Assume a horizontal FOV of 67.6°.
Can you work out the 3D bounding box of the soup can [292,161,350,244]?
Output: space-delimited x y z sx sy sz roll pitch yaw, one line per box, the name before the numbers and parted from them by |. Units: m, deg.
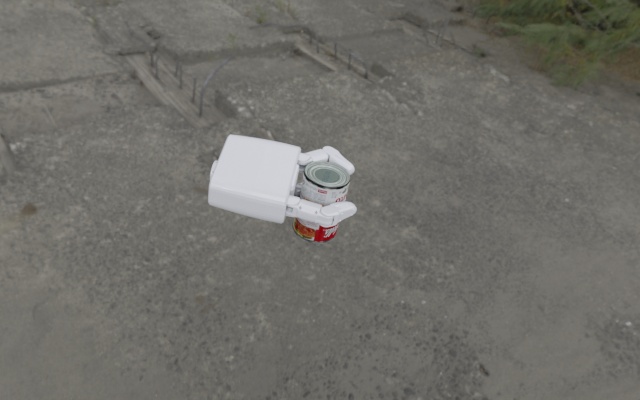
soup can | 0.001 0.002 0.691 0.068 0.102 0.068 9 36 -6
